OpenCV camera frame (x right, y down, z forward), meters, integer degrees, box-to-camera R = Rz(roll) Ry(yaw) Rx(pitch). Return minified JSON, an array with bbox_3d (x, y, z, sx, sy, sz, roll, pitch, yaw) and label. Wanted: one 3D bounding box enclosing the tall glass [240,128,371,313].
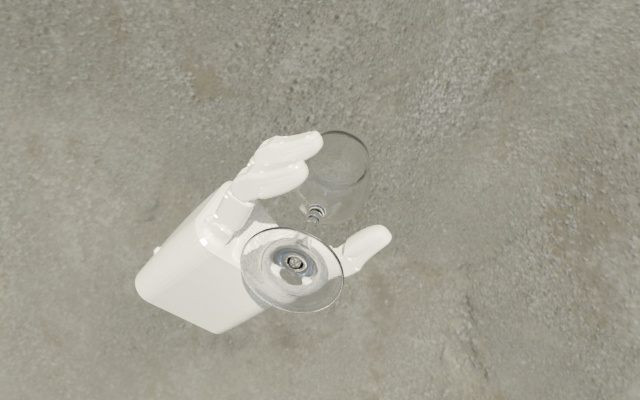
[{"bbox_3d":[0.000,0.002,0.413,0.079,0.079,0.201,0,30,14],"label":"tall glass"}]
